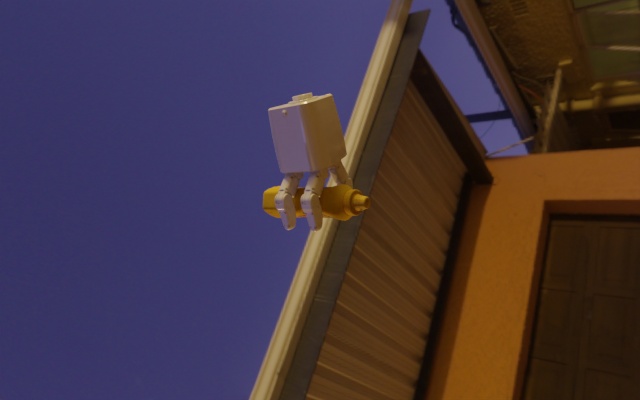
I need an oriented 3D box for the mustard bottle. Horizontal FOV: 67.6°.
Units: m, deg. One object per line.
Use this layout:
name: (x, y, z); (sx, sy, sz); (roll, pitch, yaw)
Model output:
mustard bottle: (0.000, 0.003, 0.795); (0.191, 0.058, 0.096); (0, -6, 41)
